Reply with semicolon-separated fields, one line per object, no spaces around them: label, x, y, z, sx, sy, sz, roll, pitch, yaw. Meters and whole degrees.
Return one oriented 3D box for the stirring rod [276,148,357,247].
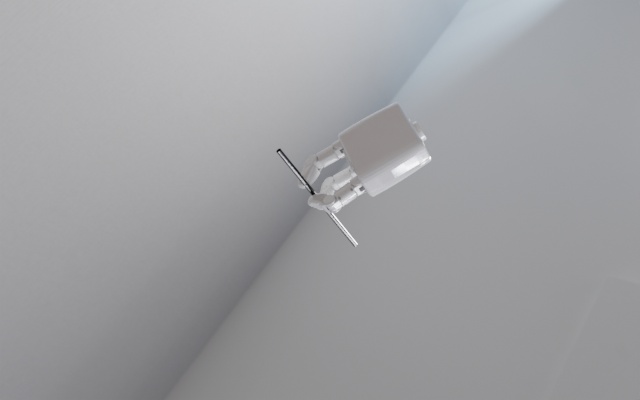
stirring rod;0.000;0.002;0.766;0.011;0.011;0.240;0;-39;41
